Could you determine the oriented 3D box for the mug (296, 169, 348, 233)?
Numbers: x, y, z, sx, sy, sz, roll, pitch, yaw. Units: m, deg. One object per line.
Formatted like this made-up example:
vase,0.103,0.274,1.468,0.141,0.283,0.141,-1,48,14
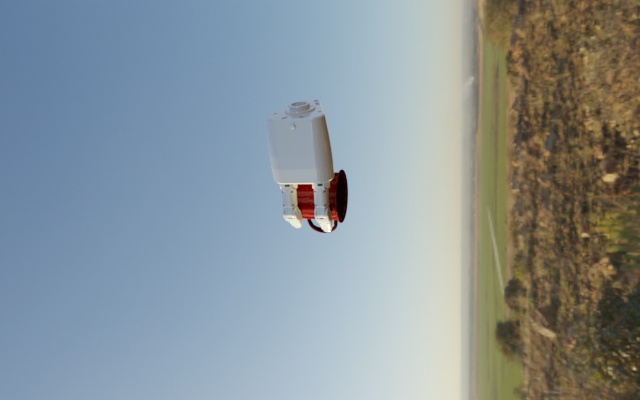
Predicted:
mug,0.000,0.004,0.837,0.081,0.117,0.093,1,26,15
